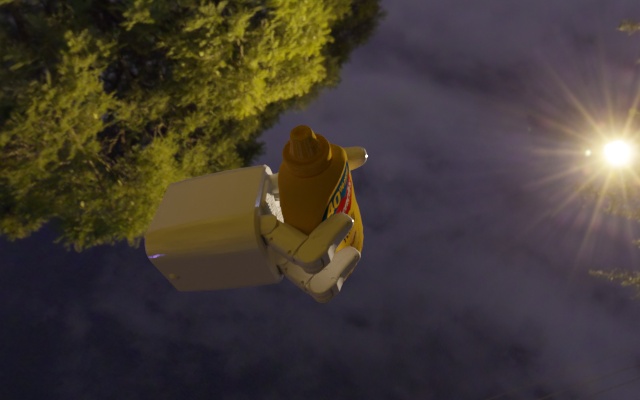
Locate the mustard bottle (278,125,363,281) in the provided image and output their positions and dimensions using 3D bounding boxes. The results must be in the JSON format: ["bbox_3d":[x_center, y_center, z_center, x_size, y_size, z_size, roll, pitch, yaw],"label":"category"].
[{"bbox_3d":[0.000,0.002,0.457,0.058,0.096,0.192,12,-33,21],"label":"mustard bottle"}]
